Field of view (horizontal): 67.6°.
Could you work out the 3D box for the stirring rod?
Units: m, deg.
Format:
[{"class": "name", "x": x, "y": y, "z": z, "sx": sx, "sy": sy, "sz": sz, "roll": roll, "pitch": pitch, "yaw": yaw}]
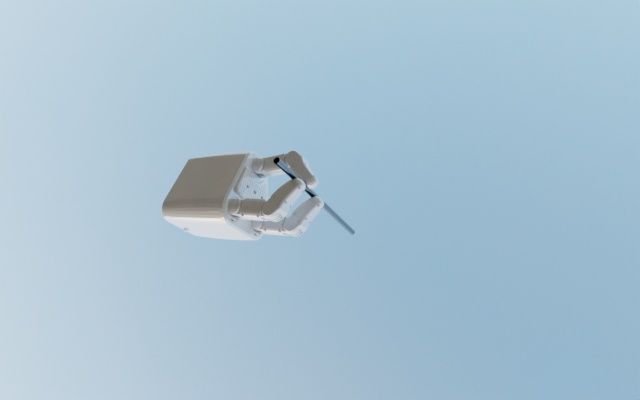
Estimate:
[{"class": "stirring rod", "x": 0.000, "y": 0.002, "z": 0.629, "sx": 0.011, "sy": 0.011, "sz": 0.240, "roll": 0, "pitch": -23, "yaw": 26}]
